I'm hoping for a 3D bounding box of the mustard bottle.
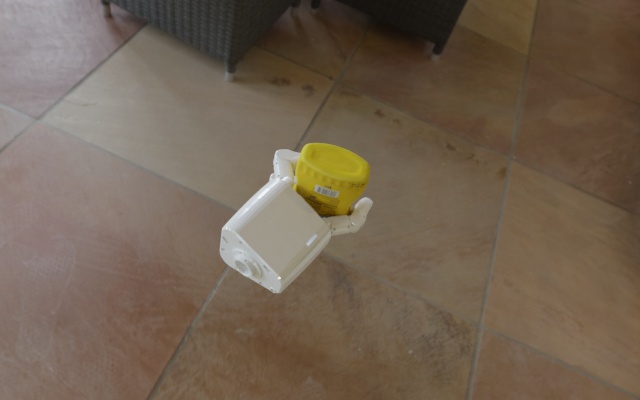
[{"bbox_3d":[0.000,0.002,0.695,0.096,0.058,0.192,17,-37,-4],"label":"mustard bottle"}]
